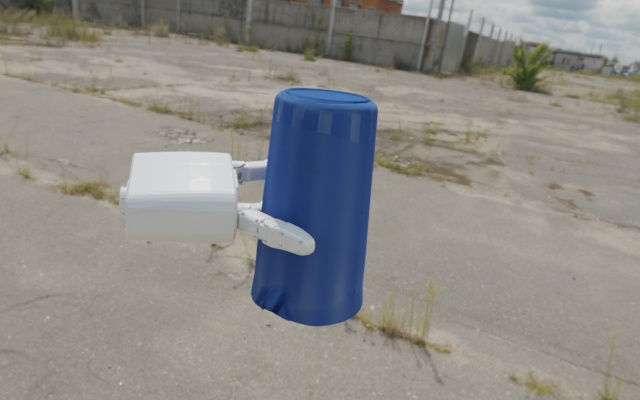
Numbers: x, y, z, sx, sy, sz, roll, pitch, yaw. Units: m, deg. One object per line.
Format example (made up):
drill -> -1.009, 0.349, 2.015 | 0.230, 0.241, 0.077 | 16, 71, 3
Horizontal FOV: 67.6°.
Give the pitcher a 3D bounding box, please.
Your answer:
pitcher -> 0.000, 0.002, 0.540 | 0.145, 0.243, 0.149 | 1, 20, -15
